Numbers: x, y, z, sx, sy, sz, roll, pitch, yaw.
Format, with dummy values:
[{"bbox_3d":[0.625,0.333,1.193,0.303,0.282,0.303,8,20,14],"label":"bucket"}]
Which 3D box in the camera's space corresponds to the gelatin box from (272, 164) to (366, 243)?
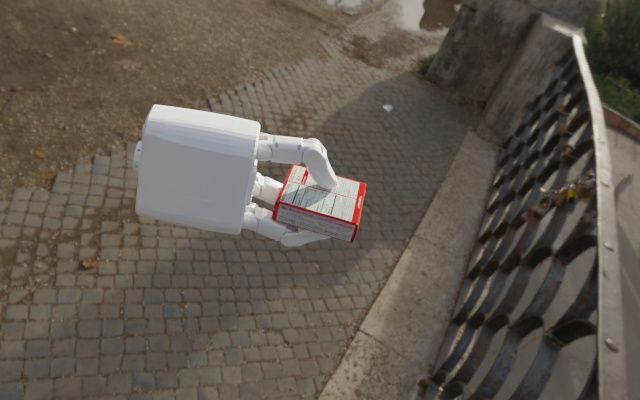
[{"bbox_3d":[0.001,0.001,0.512,0.089,0.030,0.073,15,38,2],"label":"gelatin box"}]
